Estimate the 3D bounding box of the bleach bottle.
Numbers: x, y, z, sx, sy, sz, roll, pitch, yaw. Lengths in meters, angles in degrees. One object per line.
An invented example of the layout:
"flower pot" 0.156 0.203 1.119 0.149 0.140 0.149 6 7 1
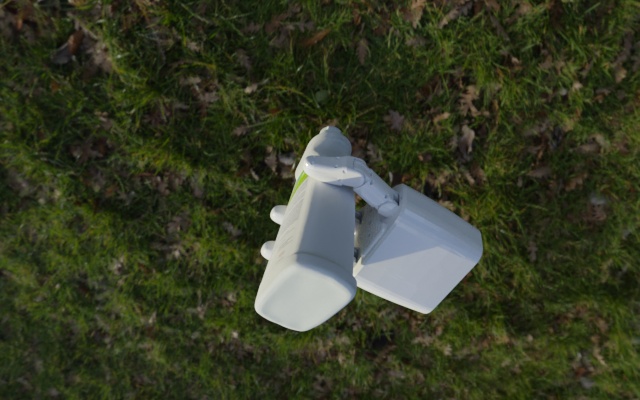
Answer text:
"bleach bottle" 0.000 0.002 0.496 0.068 0.250 0.103 28 -47 -16
